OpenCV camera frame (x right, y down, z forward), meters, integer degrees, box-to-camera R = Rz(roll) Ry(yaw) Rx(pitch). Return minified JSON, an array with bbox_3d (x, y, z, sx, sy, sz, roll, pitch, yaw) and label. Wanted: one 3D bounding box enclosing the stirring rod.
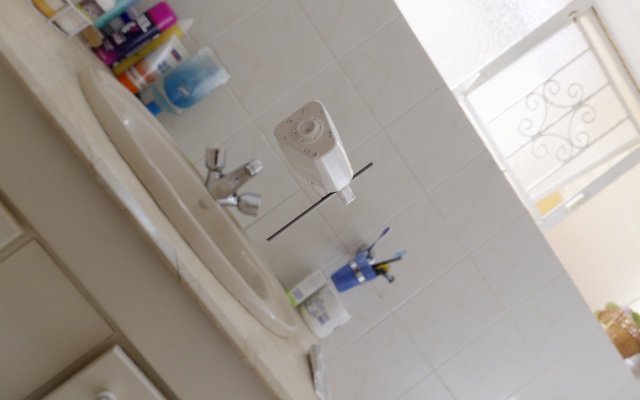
[{"bbox_3d":[0.000,0.003,0.881,0.239,0.011,0.011,-36,2,-3],"label":"stirring rod"}]
